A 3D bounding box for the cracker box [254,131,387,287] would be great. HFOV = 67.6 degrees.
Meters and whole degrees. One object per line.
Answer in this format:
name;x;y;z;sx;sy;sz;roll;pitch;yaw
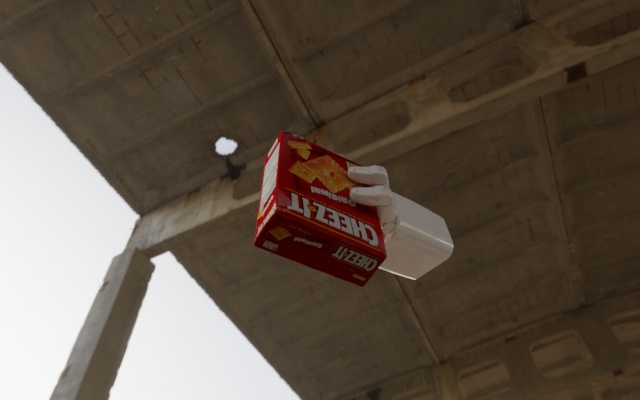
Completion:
cracker box;0.000;0.002;0.687;0.164;0.072;0.213;23;32;-17
